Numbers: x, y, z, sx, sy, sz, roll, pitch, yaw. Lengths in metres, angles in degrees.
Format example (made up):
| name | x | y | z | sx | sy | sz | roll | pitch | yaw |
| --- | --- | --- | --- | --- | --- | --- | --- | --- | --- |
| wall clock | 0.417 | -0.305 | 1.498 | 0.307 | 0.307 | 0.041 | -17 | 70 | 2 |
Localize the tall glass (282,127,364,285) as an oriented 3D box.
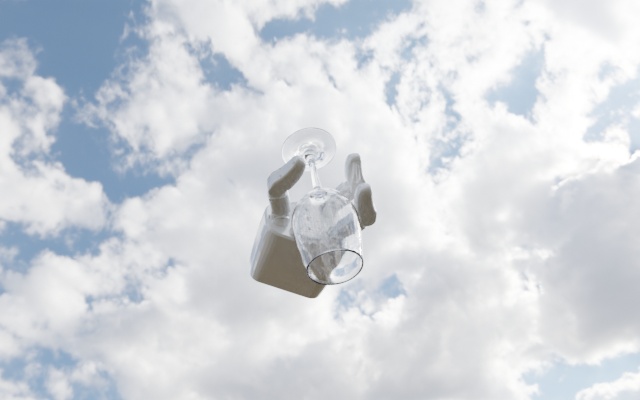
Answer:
| name | x | y | z | sx | sy | sz | roll | pitch | yaw |
| --- | --- | --- | --- | --- | --- | --- | --- | --- | --- |
| tall glass | 0.000 | 0.001 | 0.571 | 0.079 | 0.079 | 0.200 | 0 | 44 | -13 |
